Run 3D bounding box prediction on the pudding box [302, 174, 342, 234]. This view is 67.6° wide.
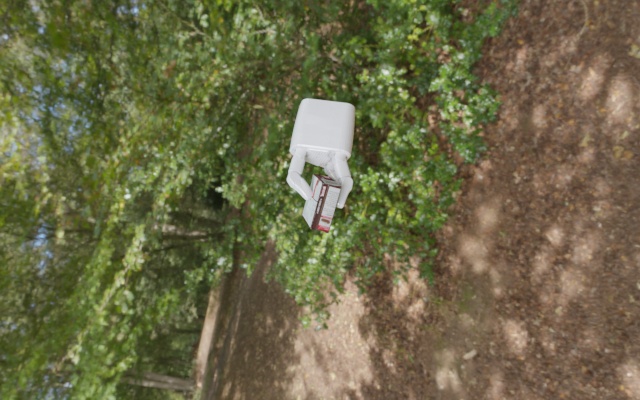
[{"bbox_3d":[0.000,0.003,0.891,0.039,0.090,0.113,13,9,-11],"label":"pudding box"}]
